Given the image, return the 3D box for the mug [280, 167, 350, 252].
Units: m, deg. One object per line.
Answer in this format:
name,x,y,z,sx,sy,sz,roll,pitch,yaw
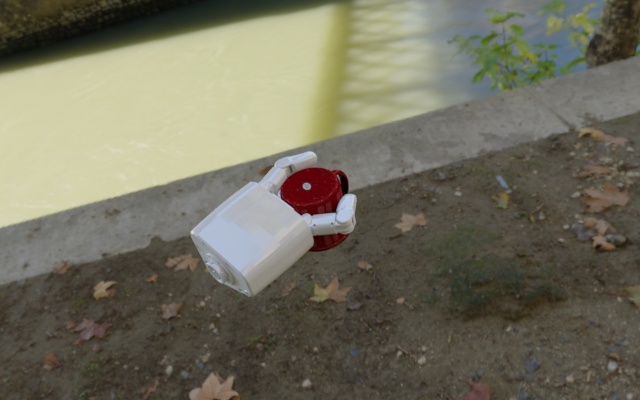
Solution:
mug,0.001,0.001,0.659,0.093,0.082,0.117,25,54,36
